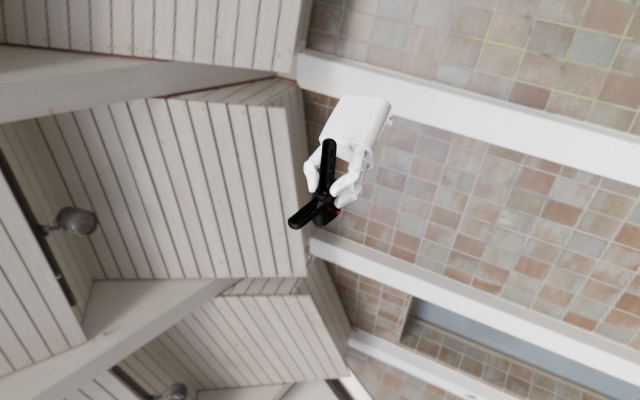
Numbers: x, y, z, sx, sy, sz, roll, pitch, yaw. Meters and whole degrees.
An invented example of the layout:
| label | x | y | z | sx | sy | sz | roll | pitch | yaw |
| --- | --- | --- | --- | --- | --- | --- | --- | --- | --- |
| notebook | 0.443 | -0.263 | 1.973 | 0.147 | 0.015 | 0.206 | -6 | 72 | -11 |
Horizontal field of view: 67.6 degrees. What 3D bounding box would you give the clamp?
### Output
| label | x | y | z | sx | sy | sz | roll | pitch | yaw |
| --- | --- | --- | --- | --- | --- | --- | --- | --- | --- |
| clamp | 0.000 | 0.003 | 0.863 | 0.036 | 0.164 | 0.210 | 22 | -17 | 17 |
